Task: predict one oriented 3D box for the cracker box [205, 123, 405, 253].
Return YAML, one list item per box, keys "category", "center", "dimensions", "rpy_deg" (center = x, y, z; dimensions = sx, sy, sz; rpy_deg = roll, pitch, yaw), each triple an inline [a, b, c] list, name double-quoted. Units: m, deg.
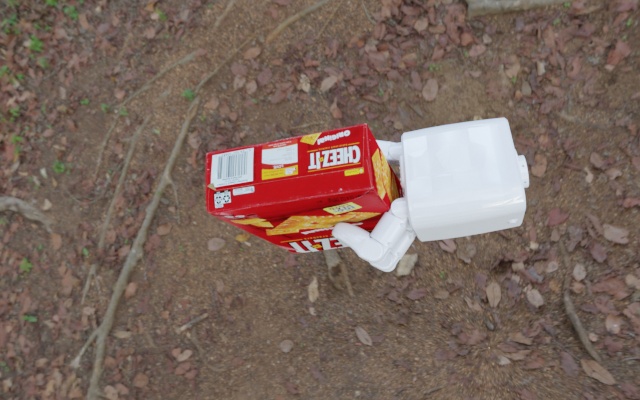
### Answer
- category: "cracker box"
  center: [0.000, 0.001, 0.524]
  dimensions: [0.164, 0.072, 0.214]
  rpy_deg: [-8, -19, 17]
